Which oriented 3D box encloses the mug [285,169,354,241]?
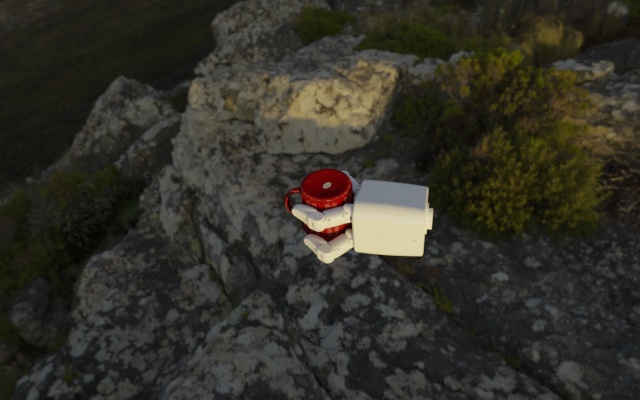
[{"bbox_3d":[-0.001,0.002,0.765,0.117,0.082,0.093,5,44,12],"label":"mug"}]
